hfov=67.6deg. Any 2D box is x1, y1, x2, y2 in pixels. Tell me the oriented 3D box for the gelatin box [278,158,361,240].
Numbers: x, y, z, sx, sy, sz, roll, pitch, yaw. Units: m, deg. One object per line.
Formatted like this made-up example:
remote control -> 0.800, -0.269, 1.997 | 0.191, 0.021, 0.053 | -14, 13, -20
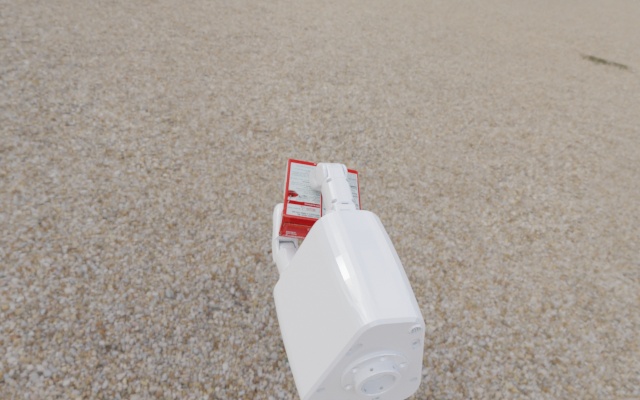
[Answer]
gelatin box -> 0.000, 0.001, 0.461 | 0.073, 0.030, 0.089 | 9, 41, -7
